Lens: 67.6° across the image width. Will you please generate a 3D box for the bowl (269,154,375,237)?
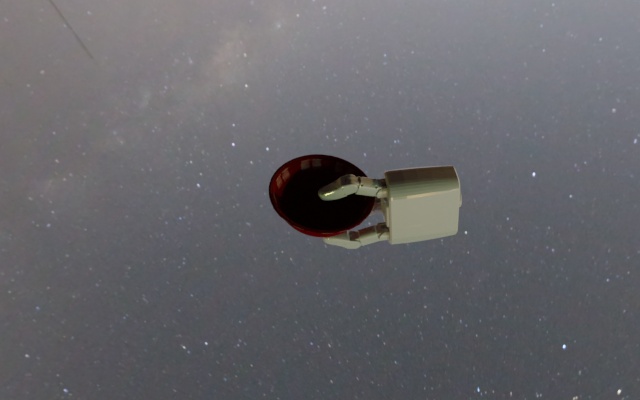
[{"bbox_3d":[-0.001,0.002,0.741,0.162,0.162,0.055,0,-41,-7],"label":"bowl"}]
